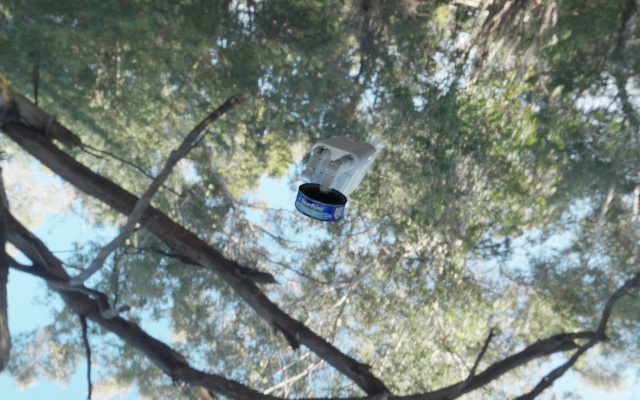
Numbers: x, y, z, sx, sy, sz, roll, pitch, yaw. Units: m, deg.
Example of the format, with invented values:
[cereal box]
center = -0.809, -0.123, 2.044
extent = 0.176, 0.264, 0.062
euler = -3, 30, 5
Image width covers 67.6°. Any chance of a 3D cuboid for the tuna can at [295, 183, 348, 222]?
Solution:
[tuna can]
center = 0.000, 0.003, 0.806
extent = 0.086, 0.034, 0.086
euler = 14, 21, -6
